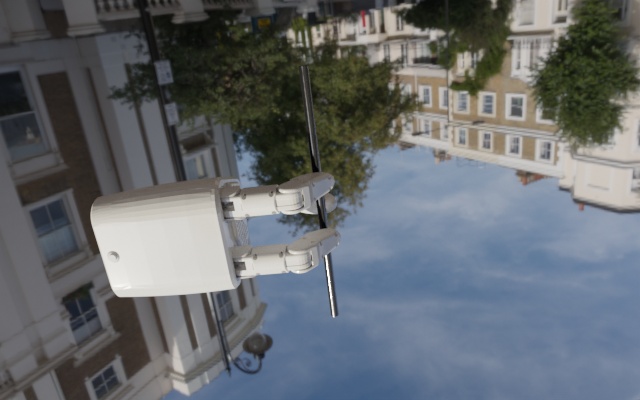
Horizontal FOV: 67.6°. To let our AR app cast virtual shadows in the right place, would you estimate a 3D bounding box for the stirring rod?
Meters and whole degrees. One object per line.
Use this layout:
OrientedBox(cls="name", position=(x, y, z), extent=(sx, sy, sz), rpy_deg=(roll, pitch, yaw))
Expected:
OrientedBox(cls="stirring rod", position=(0.000, 0.001, 0.434), extent=(0.011, 0.240, 0.011), rpy_deg=(-6, 20, 2))
